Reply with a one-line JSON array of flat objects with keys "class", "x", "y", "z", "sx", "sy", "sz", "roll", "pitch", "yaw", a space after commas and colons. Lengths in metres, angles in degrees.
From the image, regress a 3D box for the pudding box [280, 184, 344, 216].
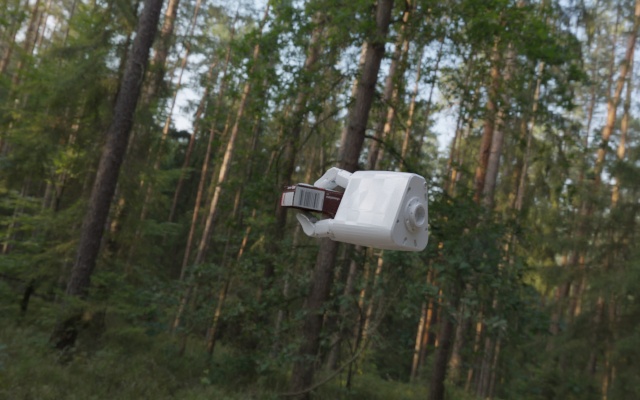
[{"class": "pudding box", "x": 0.000, "y": 0.002, "z": 0.774, "sx": 0.113, "sy": 0.039, "sz": 0.090, "roll": 13, "pitch": -5, "yaw": -16}]
